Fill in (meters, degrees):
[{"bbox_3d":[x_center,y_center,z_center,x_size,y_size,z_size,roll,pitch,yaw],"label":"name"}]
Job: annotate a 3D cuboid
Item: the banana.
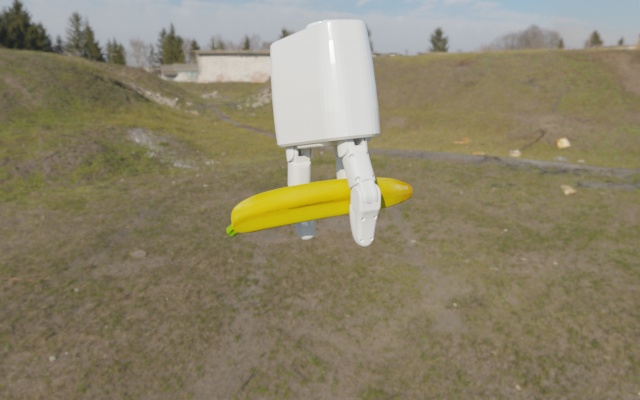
[{"bbox_3d":[-0.004,0.001,0.469,0.198,0.037,0.069,-10,-3,1],"label":"banana"}]
